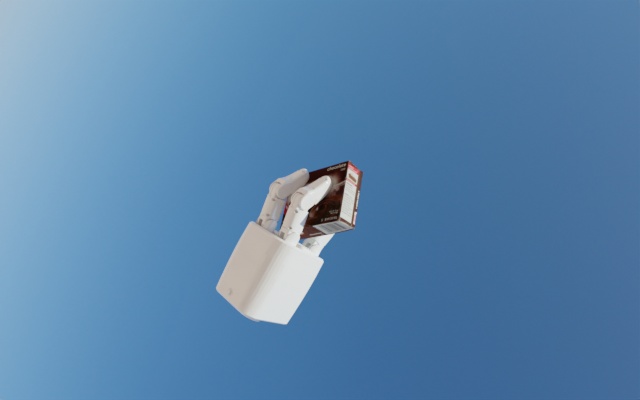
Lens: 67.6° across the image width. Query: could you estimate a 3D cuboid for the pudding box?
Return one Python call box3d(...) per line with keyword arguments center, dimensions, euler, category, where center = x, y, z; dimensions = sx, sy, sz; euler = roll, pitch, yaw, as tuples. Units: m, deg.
box3d(center=(0.000, 0.002, 0.658), dimensions=(0.113, 0.090, 0.039), euler=(-12, -33, 38), category="pudding box")
